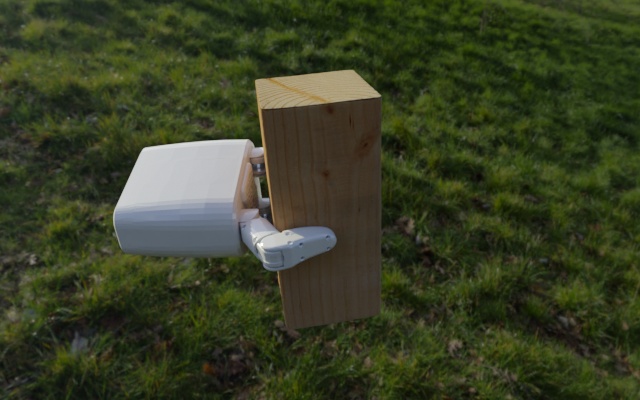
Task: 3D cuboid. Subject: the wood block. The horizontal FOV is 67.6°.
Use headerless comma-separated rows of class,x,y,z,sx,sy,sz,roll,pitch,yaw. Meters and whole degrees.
wood block,0.000,0.001,0.425,0.090,0.206,0.090,-8,29,-7
